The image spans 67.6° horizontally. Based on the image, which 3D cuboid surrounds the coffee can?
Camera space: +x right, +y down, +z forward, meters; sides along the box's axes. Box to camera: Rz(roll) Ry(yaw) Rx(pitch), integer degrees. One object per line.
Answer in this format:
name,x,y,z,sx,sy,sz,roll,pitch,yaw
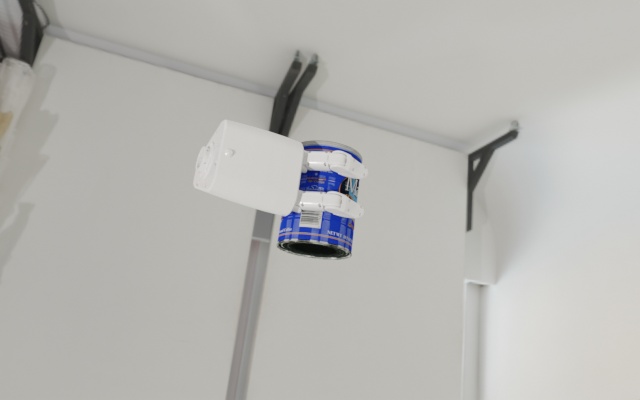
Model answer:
coffee can,0.000,0.002,0.659,0.103,0.140,0.103,7,-17,2
